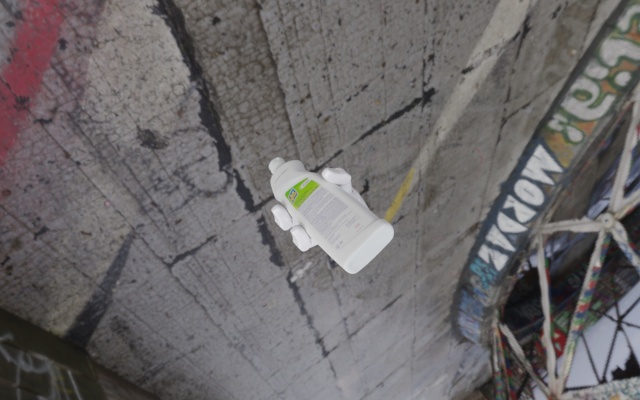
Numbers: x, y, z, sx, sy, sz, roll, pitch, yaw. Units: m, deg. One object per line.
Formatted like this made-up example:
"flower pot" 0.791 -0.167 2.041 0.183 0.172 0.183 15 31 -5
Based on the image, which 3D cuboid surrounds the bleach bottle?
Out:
"bleach bottle" 0.000 0.003 0.793 0.250 0.102 0.068 45 -2 32
